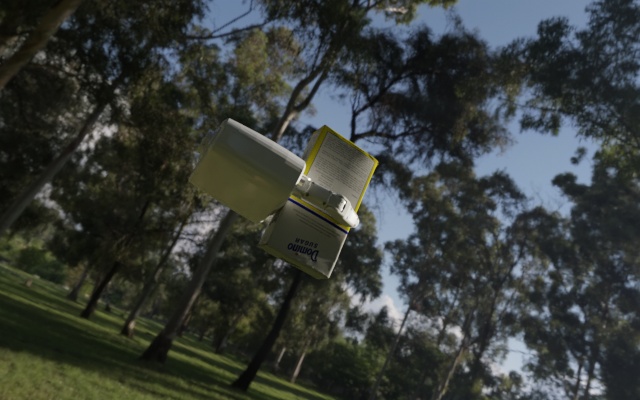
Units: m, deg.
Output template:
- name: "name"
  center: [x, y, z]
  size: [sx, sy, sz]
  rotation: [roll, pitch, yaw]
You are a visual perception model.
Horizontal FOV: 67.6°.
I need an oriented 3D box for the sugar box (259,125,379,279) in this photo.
- name: "sugar box"
  center: [0.000, 0.002, 0.615]
  size: [0.093, 0.176, 0.048]
  rotation: [32, -18, -16]
